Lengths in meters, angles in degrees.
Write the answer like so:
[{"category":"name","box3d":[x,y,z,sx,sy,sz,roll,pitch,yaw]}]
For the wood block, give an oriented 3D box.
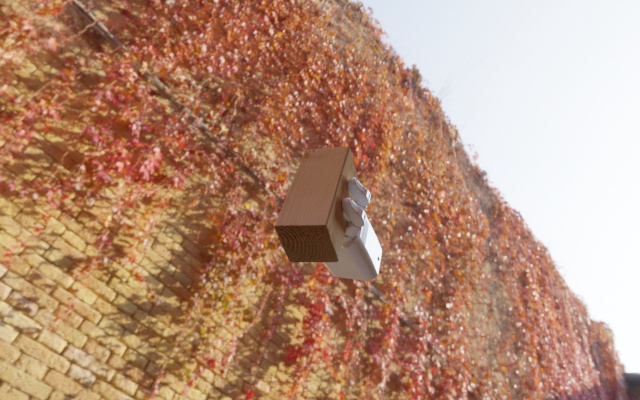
[{"category":"wood block","box3d":[0.000,0.003,0.844,0.091,0.090,0.206,-3,41,19]}]
